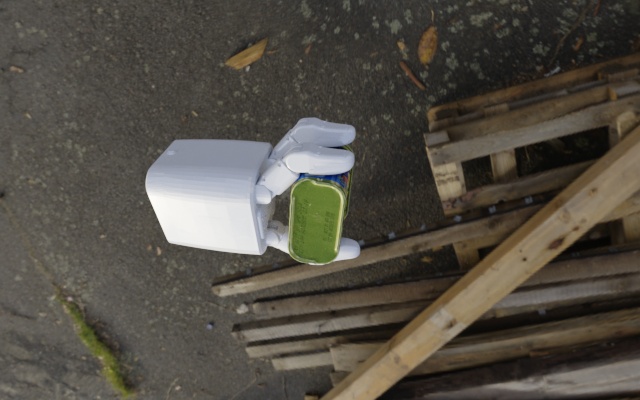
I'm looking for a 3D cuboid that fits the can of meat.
[{"bbox_3d":[0.000,0.002,0.483,0.057,0.102,0.084,8,32,4],"label":"can of meat"}]
